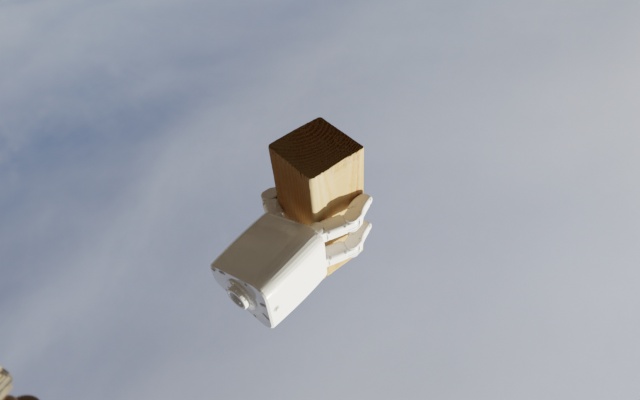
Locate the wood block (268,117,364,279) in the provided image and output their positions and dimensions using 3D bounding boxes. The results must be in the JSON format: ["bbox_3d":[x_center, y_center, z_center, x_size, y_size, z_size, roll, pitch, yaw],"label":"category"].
[{"bbox_3d":[0.000,0.002,0.670,0.090,0.206,0.090,-33,53,-24],"label":"wood block"}]
